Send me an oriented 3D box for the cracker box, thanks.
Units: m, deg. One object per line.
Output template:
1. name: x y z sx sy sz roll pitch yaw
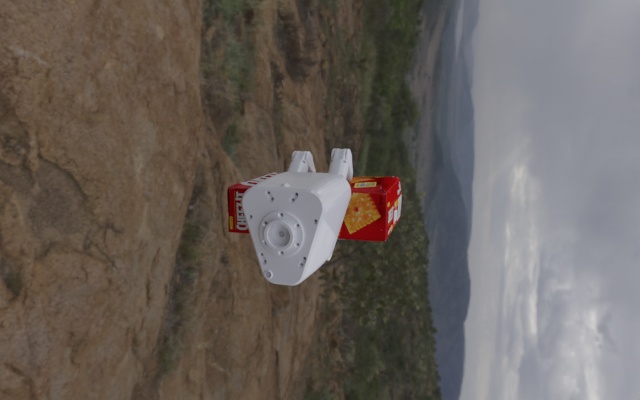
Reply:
1. cracker box: 0.000 0.002 0.680 0.213 0.072 0.164 3 10 16
